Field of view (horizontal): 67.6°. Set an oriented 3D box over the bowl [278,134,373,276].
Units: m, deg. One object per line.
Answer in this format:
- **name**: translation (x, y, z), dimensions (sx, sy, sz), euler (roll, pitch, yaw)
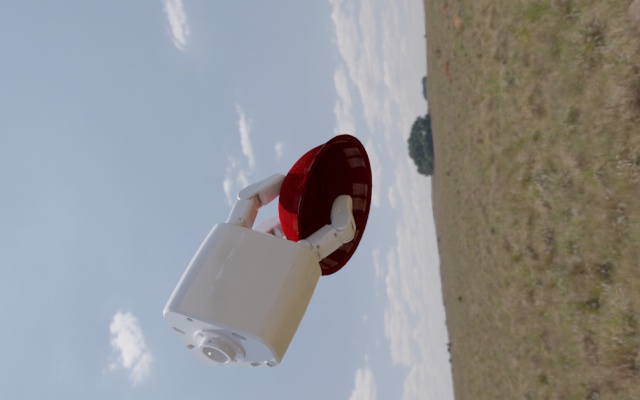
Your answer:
- **bowl**: translation (0.000, 0.001, 0.551), dimensions (0.055, 0.162, 0.162), euler (12, 6, 32)
